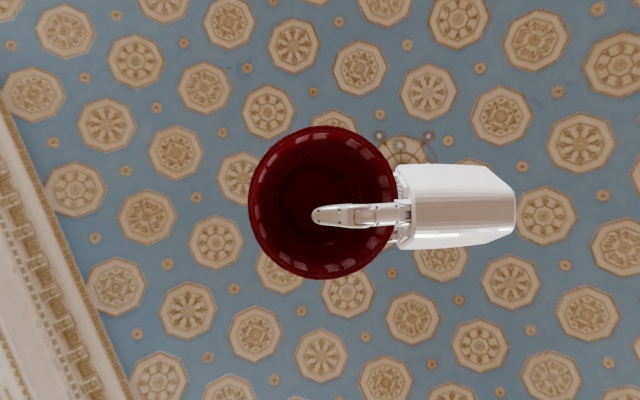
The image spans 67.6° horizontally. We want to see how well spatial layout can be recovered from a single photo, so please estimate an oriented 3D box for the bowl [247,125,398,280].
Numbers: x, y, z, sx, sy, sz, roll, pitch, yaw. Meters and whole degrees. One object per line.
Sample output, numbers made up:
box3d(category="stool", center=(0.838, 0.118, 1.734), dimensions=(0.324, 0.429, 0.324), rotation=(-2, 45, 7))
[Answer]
box3d(category="bowl", center=(-0.001, 0.001, 0.520), dimensions=(0.162, 0.162, 0.055), rotation=(0, 4, -12))
